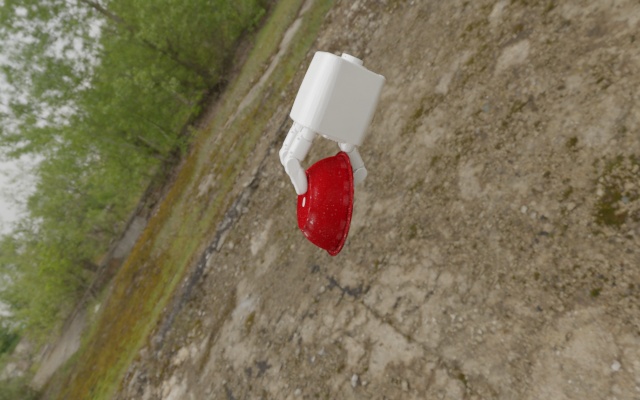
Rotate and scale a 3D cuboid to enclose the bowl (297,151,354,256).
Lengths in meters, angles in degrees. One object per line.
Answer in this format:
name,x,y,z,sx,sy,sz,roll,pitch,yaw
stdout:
bowl,0.000,0.004,0.725,0.055,0.162,0.162,5,-1,-14
